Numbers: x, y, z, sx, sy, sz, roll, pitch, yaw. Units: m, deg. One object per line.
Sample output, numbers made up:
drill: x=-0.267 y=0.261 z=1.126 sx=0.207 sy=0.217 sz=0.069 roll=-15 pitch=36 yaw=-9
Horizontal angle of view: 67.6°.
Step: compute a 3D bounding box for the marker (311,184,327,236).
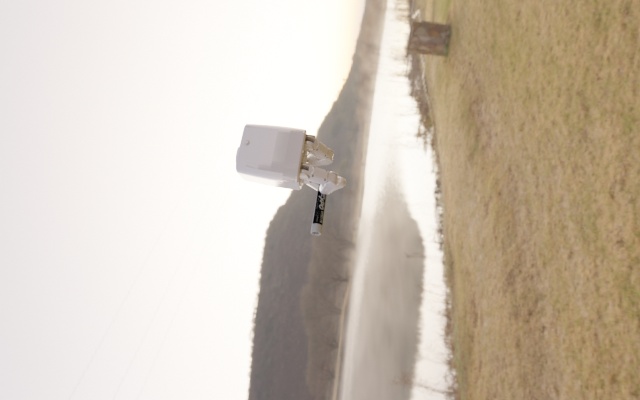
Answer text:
marker: x=0.000 y=0.003 z=0.842 sx=0.020 sy=0.121 sz=0.020 roll=7 pitch=-25 yaw=3
